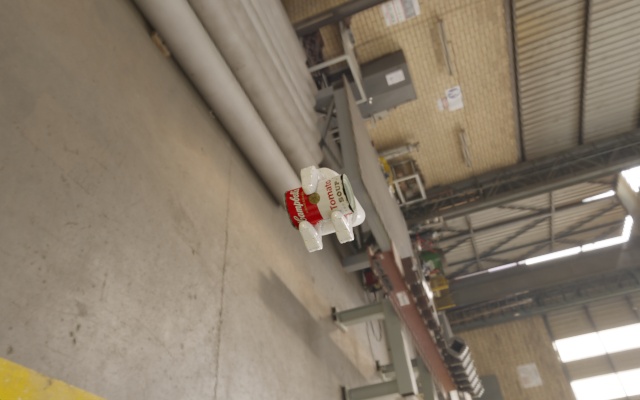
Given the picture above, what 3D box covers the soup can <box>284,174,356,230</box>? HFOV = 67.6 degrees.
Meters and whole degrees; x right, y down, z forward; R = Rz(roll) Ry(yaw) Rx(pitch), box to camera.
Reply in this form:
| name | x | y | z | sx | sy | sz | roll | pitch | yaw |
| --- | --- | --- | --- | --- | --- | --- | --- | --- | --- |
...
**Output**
| name | x | y | z | sx | sy | sz | roll | pitch | yaw |
| --- | --- | --- | --- | --- | --- | --- | --- | --- | --- |
| soup can | 0.000 | 0.002 | 0.778 | 0.102 | 0.068 | 0.068 | -17 | -4 | 13 |
